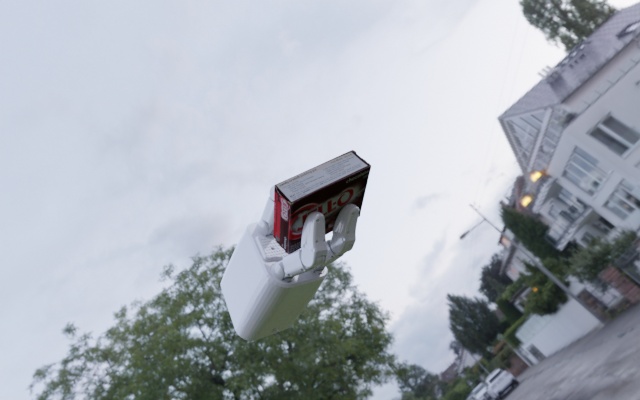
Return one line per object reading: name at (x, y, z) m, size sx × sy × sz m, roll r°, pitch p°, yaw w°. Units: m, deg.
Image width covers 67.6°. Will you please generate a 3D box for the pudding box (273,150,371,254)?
pudding box at (0.000, 0.002, 0.551) m, size 0.113 × 0.090 × 0.039 m, roll -28°, pitch 58°, yaw -28°
